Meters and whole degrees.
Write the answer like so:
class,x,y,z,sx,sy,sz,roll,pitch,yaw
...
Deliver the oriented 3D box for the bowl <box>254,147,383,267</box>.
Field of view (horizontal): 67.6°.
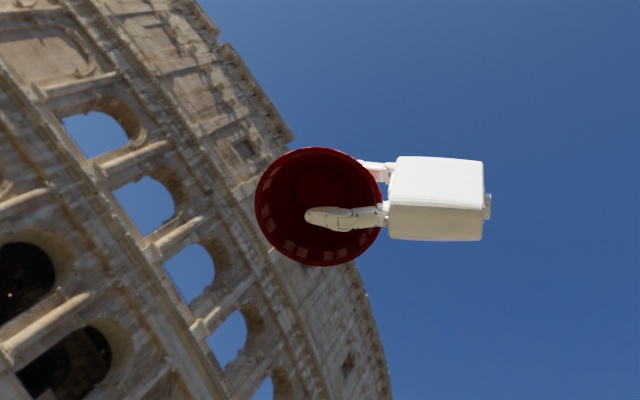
class,x,y,z,sx,sy,sz,roll,pitch,yaw
bowl,-0.001,0.002,0.611,0.162,0.162,0.055,0,23,7
